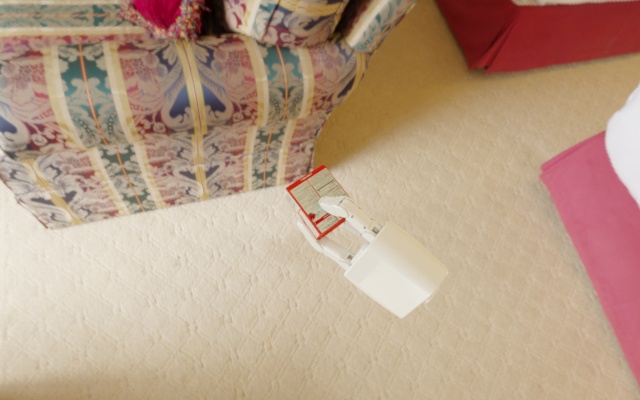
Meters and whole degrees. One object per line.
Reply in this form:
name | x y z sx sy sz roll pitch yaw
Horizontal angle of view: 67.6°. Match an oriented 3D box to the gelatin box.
gelatin box | 0.000 0.002 0.697 0.073 0.089 0.030 -34 -8 -23
